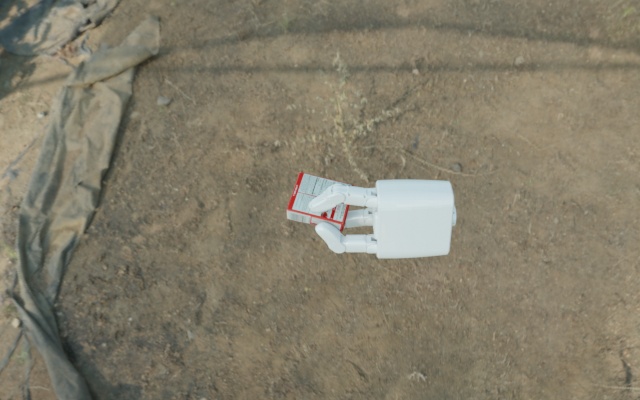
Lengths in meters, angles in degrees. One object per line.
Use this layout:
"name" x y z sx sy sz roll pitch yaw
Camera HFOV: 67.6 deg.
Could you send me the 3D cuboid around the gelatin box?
"gelatin box" 0.000 0.002 0.723 0.089 0.073 0.030 14 -33 4
